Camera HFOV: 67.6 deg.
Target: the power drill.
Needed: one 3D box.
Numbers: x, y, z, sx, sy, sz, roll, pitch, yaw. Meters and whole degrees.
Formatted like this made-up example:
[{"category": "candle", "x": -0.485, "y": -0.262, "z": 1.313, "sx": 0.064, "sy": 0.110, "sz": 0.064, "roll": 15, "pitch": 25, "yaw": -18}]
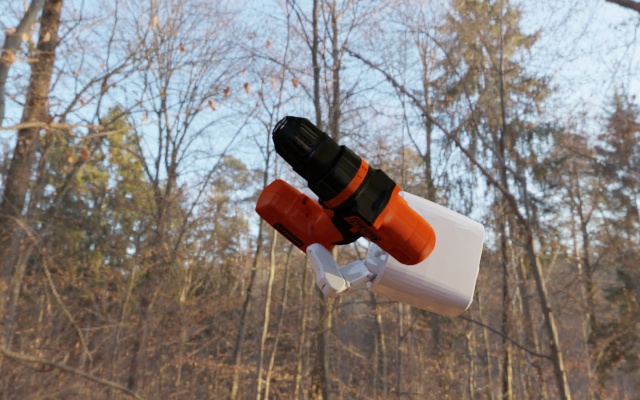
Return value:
[{"category": "power drill", "x": 0.000, "y": 0.002, "z": 0.485, "sx": 0.184, "sy": 0.057, "sz": 0.187, "roll": 42, "pitch": -22, "yaw": -16}]
